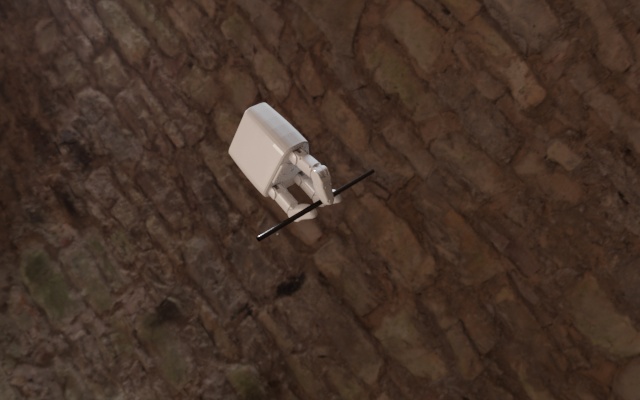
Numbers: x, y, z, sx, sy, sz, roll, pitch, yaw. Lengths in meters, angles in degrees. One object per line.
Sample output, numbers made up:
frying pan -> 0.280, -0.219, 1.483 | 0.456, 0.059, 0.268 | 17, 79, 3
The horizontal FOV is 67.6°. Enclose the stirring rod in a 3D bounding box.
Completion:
stirring rod -> 0.000, 0.002, 0.730 | 0.239, 0.011, 0.011 | -31, 18, -33
